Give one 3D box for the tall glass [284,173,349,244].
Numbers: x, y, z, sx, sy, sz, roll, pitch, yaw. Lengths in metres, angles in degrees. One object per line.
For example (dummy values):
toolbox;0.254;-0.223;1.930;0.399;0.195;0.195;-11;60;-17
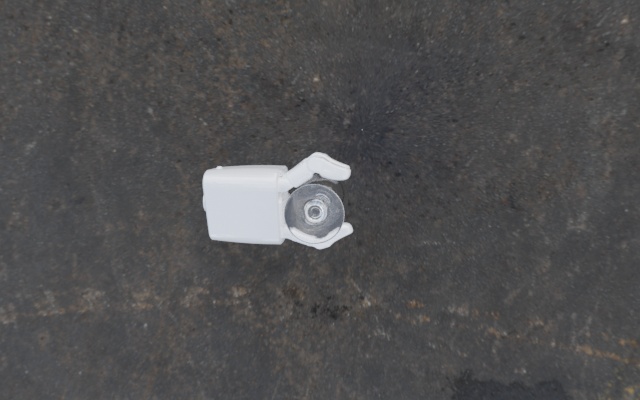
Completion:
tall glass;0.000;0.002;0.678;0.079;0.079;0.201;0;8;5
